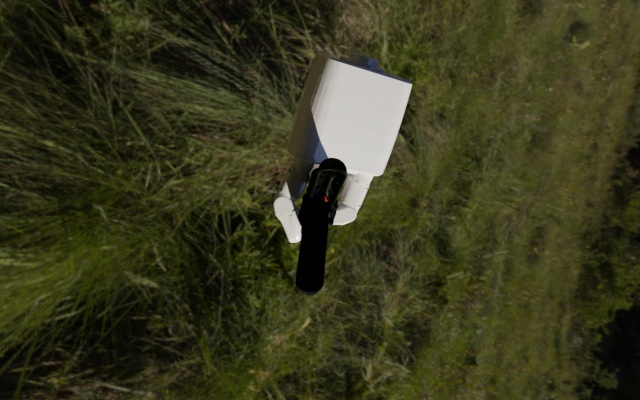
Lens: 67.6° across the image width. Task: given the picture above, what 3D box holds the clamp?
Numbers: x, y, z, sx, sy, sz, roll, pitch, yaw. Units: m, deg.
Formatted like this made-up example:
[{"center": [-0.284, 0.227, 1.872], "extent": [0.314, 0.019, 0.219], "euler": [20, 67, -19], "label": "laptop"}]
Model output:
[{"center": [0.001, 0.002, 0.467], "extent": [0.039, 0.120, 0.171], "euler": [16, 19, -8], "label": "clamp"}]
